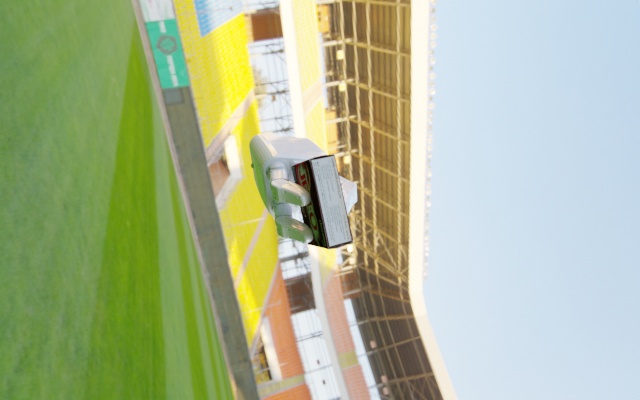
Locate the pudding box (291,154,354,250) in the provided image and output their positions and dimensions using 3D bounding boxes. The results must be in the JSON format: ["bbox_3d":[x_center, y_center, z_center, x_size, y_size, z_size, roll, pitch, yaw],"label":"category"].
[{"bbox_3d":[0.000,0.002,0.606,0.039,0.113,0.090,-15,3,-16],"label":"pudding box"}]
